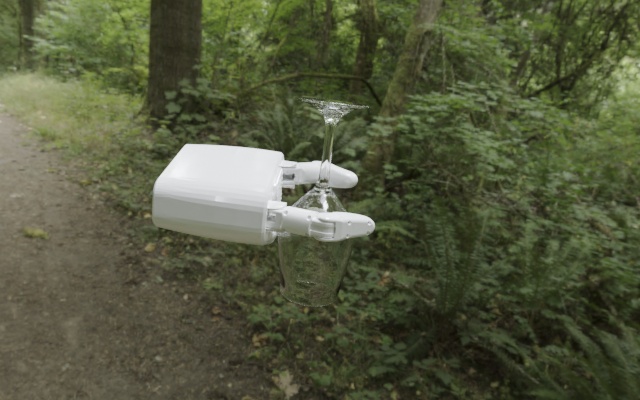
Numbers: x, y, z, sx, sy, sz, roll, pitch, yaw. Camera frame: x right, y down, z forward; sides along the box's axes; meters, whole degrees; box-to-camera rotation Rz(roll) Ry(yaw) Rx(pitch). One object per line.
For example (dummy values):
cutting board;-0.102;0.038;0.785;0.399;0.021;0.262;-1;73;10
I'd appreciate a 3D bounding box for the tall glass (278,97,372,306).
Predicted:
tall glass;0.000;0.001;0.479;0.079;0.201;0.079;7;14;-2
